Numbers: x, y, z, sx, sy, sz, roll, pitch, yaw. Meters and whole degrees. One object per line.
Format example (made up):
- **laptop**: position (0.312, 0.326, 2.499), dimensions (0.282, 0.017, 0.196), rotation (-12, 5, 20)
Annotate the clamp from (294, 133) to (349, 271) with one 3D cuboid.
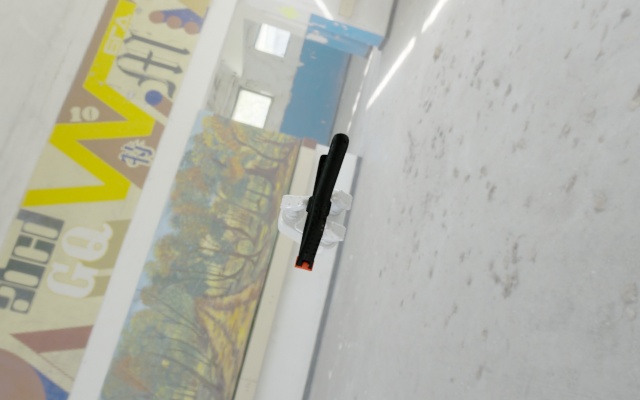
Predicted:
- **clamp**: position (-0.001, 0.003, 0.736), dimensions (0.036, 0.210, 0.164), rotation (15, -15, -5)
